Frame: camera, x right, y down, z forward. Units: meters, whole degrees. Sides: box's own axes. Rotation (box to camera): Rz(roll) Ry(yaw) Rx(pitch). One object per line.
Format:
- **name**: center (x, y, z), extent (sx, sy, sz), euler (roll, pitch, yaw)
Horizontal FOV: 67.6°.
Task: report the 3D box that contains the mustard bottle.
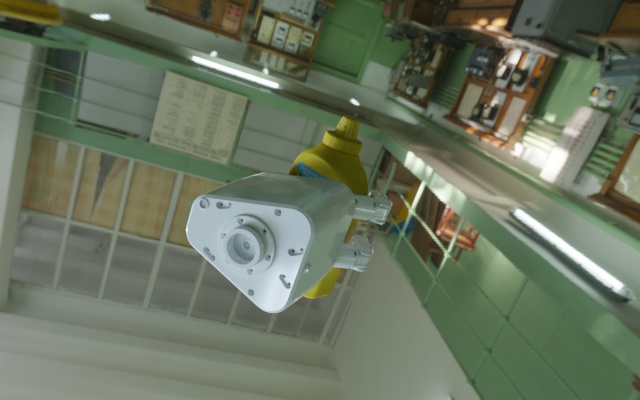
- **mustard bottle**: center (0.000, 0.002, 0.517), extent (0.058, 0.192, 0.096), euler (0, 26, -48)
